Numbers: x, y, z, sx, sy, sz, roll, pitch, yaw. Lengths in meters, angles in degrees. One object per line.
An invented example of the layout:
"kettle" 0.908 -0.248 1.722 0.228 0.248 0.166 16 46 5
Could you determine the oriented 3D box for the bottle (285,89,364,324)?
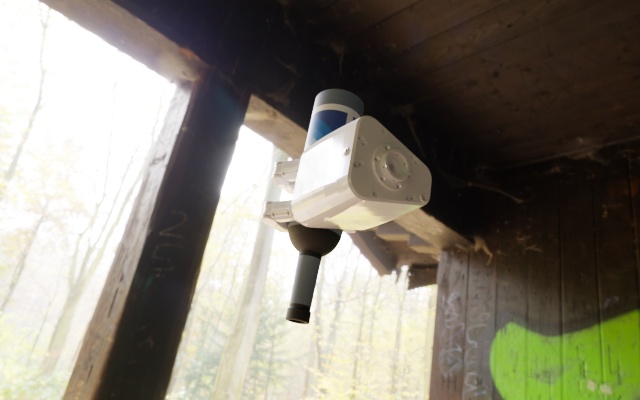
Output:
"bottle" 0.000 0.002 0.588 0.069 0.295 0.069 9 -23 4
